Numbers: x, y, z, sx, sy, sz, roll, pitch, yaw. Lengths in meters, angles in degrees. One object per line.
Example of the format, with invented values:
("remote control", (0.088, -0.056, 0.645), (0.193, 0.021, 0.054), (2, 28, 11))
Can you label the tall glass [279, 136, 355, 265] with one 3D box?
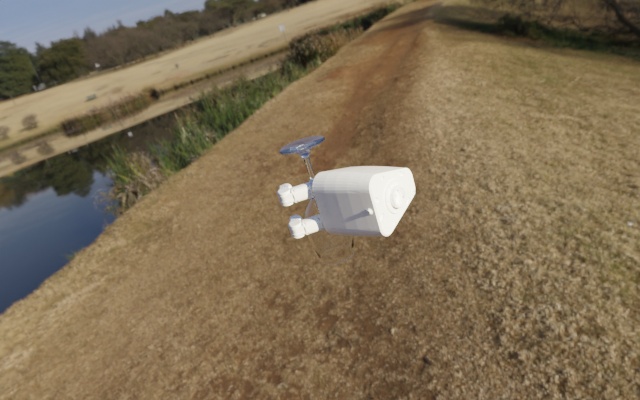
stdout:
("tall glass", (0.000, 0.002, 0.770), (0.079, 0.201, 0.079), (-16, 20, 6))
